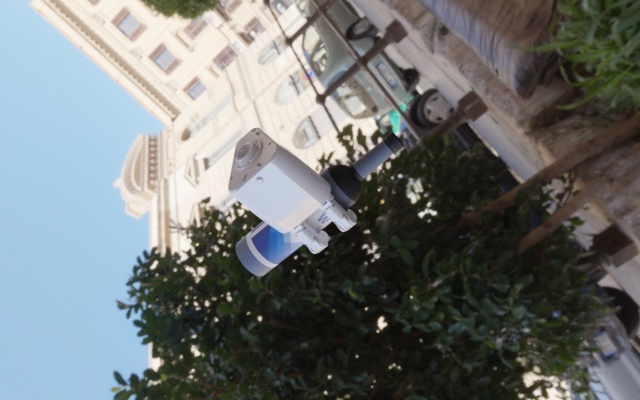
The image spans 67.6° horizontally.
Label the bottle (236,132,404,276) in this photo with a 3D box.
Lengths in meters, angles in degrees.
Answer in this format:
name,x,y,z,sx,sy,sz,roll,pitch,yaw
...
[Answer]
name,x,y,z,sx,sy,sz,roll,pitch,yaw
bottle,0.000,0.003,0.713,0.296,0.069,0.069,-39,-12,16
